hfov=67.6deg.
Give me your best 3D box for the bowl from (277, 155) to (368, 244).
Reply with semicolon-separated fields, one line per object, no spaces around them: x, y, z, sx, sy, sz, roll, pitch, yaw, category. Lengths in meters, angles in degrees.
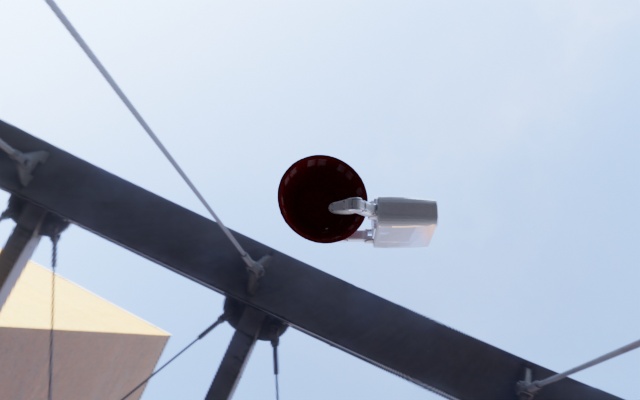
-0.001;0.002;0.851;0.162;0.162;0.055;0;-17;-13;bowl
